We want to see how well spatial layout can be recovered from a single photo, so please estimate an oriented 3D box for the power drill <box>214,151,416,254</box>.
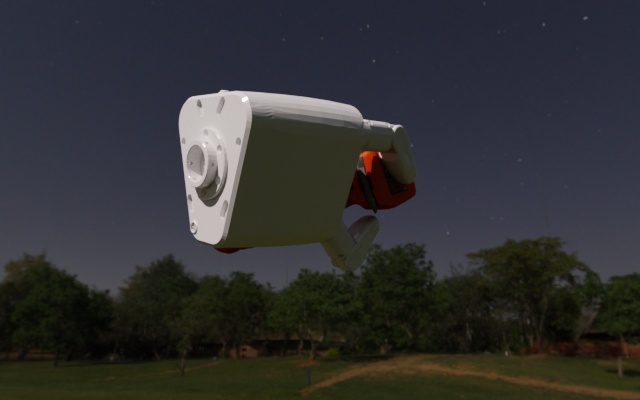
[{"bbox_3d":[0.000,0.001,0.502,0.188,0.057,0.184,-21,-1,26],"label":"power drill"}]
